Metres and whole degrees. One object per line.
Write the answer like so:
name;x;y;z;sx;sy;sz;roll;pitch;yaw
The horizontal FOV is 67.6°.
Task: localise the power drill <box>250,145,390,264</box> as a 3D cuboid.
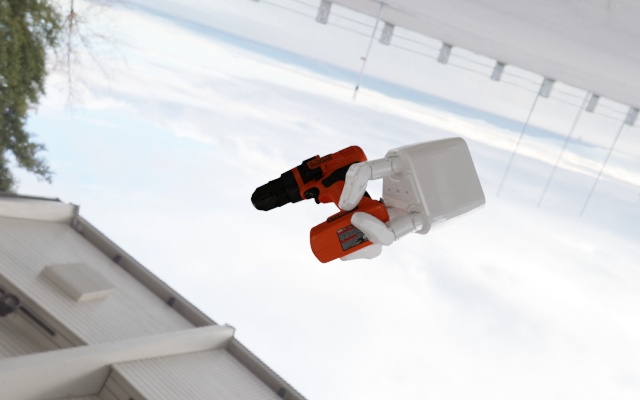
power drill;0.000;0.002;0.655;0.184;0.057;0.187;-25;36;-2
